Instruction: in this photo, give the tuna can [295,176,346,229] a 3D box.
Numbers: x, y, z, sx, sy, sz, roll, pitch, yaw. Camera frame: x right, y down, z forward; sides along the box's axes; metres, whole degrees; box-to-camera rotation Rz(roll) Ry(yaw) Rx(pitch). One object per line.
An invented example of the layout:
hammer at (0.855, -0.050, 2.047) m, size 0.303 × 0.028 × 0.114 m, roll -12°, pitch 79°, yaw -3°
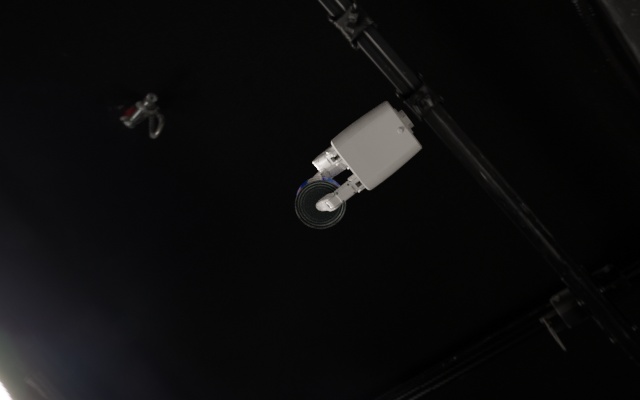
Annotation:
tuna can at (0.000, 0.003, 0.815) m, size 0.086 × 0.086 × 0.033 m, roll 0°, pitch 17°, yaw 0°
